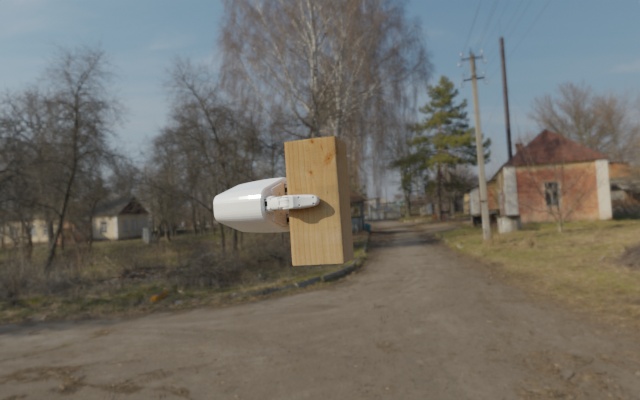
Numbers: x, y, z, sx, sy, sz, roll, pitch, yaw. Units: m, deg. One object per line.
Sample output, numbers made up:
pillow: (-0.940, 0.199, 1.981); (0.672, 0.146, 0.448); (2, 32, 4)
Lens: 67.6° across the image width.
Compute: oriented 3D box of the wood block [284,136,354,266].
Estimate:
wood block: (0.000, 0.003, 0.815); (0.090, 0.206, 0.091); (-5, -2, 15)
